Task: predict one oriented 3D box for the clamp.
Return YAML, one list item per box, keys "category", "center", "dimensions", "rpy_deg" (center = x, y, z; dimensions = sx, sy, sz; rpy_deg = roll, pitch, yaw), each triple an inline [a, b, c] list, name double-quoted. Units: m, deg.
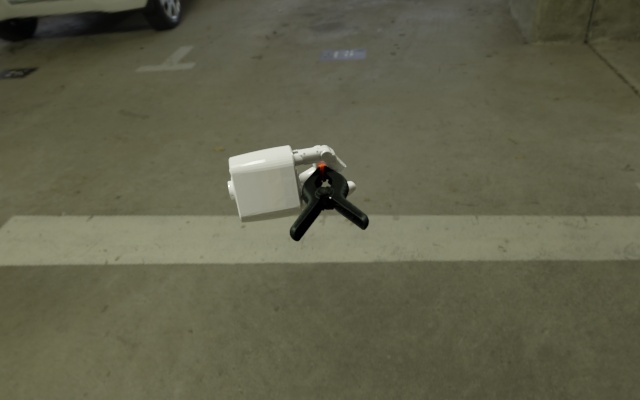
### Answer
- category: "clamp"
  center: [0.000, 0.002, 0.772]
  dimensions: [0.120, 0.039, 0.171]
  rpy_deg: [-11, 35, -6]
